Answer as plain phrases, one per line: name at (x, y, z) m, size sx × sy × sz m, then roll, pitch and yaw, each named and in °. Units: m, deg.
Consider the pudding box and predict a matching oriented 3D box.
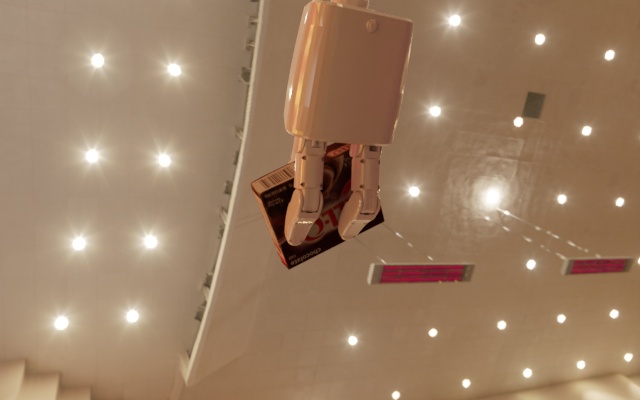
pudding box at (0.000, 0.001, 0.462) m, size 0.113 × 0.090 × 0.039 m, roll -25°, pitch 31°, yaw -11°
